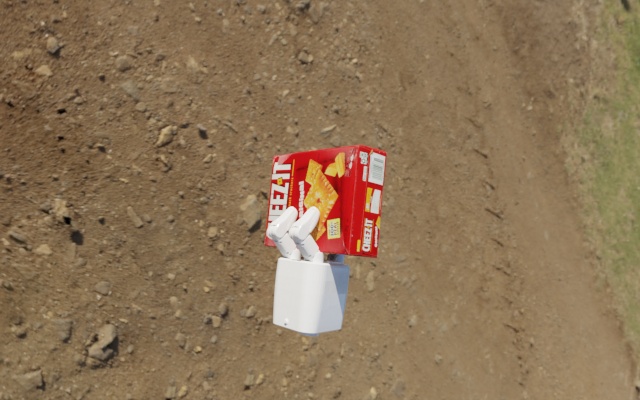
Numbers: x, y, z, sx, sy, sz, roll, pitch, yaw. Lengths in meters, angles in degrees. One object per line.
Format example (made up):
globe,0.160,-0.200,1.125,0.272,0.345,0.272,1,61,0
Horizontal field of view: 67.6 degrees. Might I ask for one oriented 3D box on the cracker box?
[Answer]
cracker box,0.000,0.003,0.775,0.072,0.164,0.213,11,-7,-41
